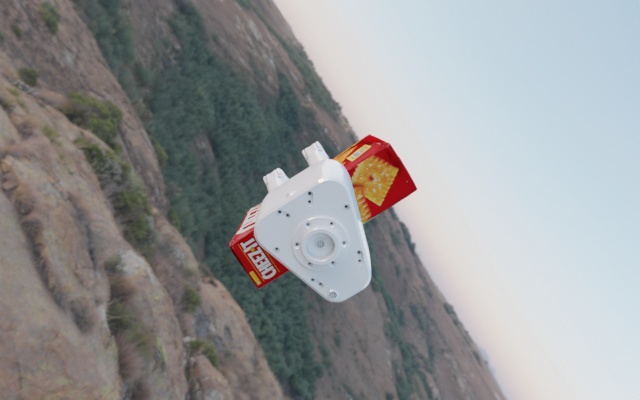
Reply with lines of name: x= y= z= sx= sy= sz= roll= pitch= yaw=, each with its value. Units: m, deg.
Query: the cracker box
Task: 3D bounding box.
cracker box: x=0.000 y=0.002 z=0.602 sx=0.214 sy=0.072 sz=0.164 roll=-32 pitch=10 yaw=6
